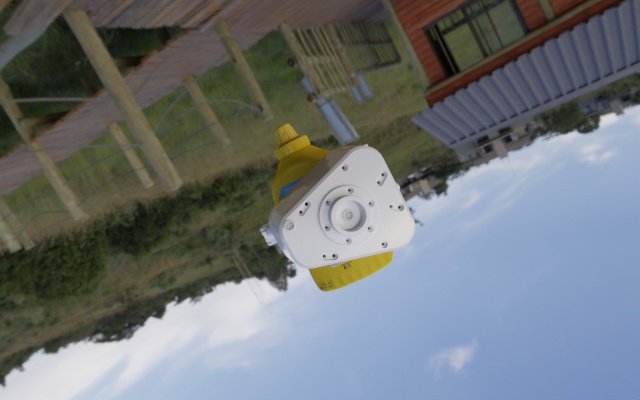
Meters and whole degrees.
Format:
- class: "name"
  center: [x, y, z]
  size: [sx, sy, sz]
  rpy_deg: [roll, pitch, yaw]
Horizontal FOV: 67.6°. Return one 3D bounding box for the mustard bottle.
- class: "mustard bottle"
  center: [0.000, 0.002, 0.542]
  size: [0.096, 0.191, 0.058]
  rpy_deg: [-26, 6, 17]
